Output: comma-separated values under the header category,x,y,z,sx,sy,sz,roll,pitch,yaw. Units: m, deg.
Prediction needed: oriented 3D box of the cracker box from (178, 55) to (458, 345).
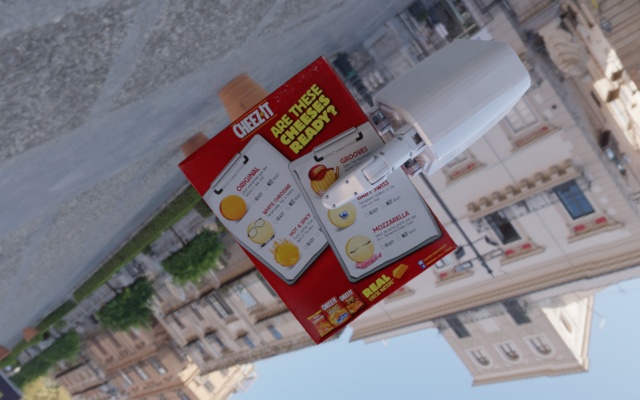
category,x,y,z,sx,sy,sz,roll,pitch,yaw
cracker box,0.000,0.002,0.460,0.164,0.214,0.072,-36,7,4
